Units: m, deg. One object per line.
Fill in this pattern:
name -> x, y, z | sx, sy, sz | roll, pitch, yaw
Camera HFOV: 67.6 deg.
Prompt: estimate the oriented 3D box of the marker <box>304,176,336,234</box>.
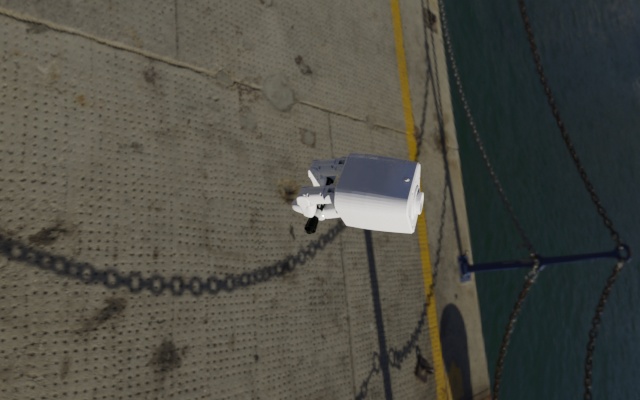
marker -> 0.000, 0.002, 0.768 | 0.020, 0.121, 0.020 | 14, -33, 10
